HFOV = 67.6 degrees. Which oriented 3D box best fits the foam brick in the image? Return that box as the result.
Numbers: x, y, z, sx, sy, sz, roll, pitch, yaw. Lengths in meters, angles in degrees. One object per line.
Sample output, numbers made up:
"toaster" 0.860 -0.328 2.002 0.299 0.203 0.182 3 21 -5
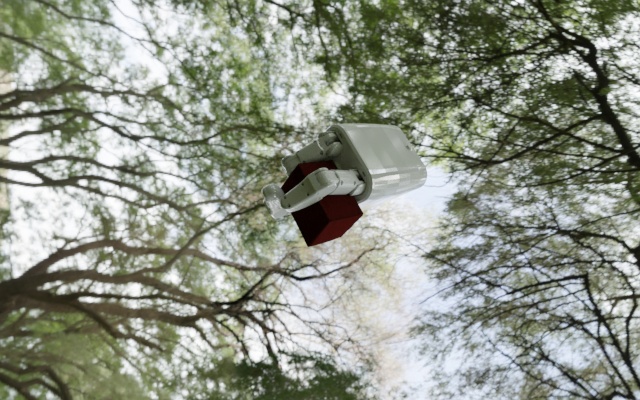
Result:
"foam brick" 0.000 0.002 0.527 0.051 0.078 0.053 -9 -28 -40
